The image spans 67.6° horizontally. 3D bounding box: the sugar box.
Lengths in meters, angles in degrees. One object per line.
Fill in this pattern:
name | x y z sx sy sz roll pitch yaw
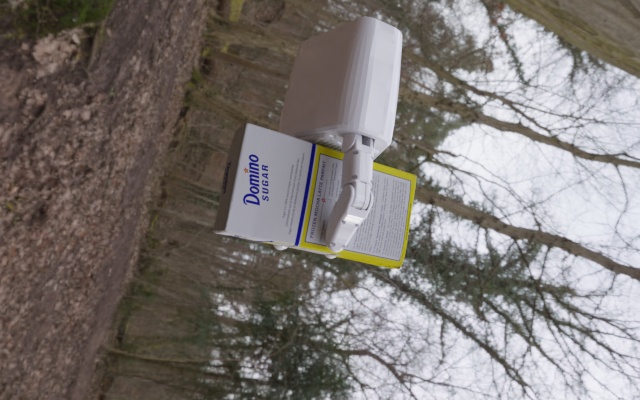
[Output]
sugar box | 0.000 0.001 0.432 0.176 0.093 0.048 15 -11 -23
